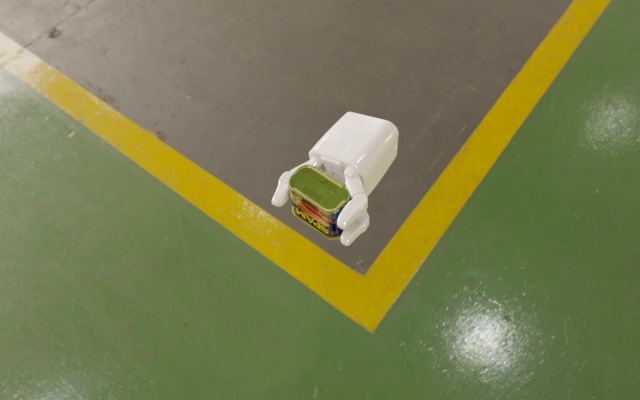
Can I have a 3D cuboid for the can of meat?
[{"bbox_3d":[0.000,0.002,0.738,0.102,0.057,0.084,34,-23,23],"label":"can of meat"}]
